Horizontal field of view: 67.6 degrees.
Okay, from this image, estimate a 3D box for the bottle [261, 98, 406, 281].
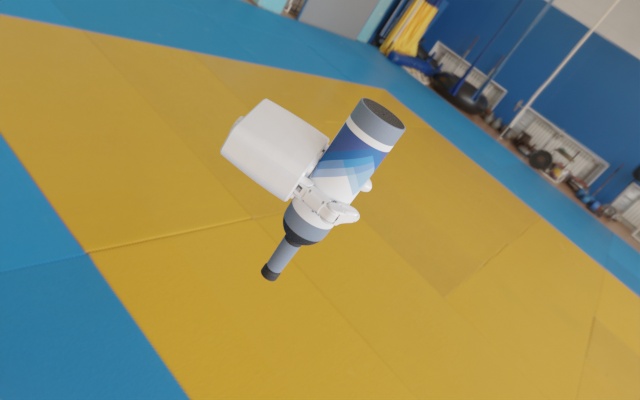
[{"bbox_3d":[0.000,0.002,0.645,0.069,0.296,0.069,28,27,-15],"label":"bottle"}]
